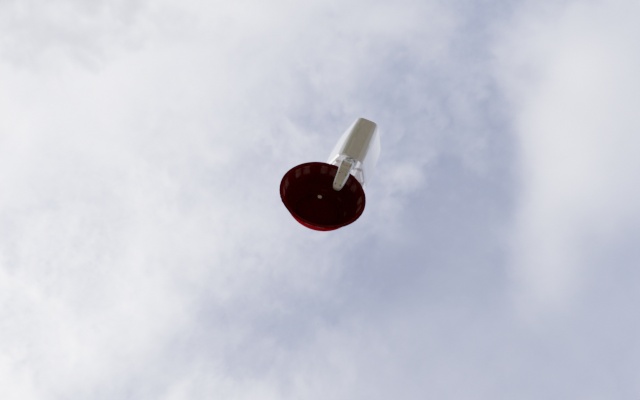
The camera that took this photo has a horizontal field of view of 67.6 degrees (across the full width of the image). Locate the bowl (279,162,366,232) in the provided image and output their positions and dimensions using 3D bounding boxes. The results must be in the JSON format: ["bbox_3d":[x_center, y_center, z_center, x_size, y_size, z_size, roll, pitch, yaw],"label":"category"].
[{"bbox_3d":[-0.001,0.004,0.890,0.162,0.162,0.055,0,-40,-15],"label":"bowl"}]
